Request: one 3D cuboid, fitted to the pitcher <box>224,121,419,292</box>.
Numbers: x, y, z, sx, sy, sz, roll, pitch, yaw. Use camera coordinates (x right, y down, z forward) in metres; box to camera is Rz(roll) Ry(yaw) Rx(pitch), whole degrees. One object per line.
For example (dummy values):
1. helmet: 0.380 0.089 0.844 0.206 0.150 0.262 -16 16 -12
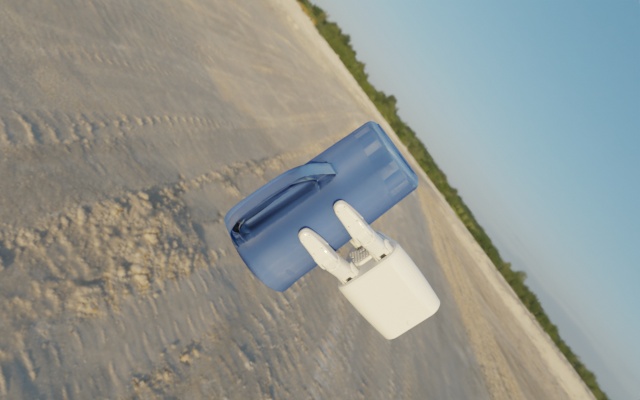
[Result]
1. pitcher: 0.000 0.002 0.633 0.243 0.145 0.149 -36 12 12
